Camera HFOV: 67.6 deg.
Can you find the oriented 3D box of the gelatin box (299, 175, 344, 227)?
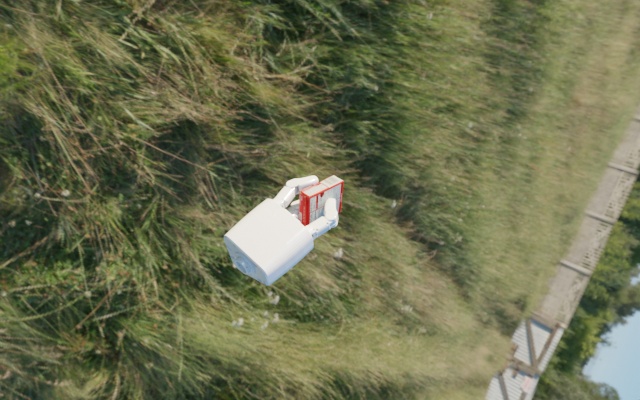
[{"bbox_3d":[0.001,0.003,0.878,0.089,0.073,0.030,-27,45,-35],"label":"gelatin box"}]
